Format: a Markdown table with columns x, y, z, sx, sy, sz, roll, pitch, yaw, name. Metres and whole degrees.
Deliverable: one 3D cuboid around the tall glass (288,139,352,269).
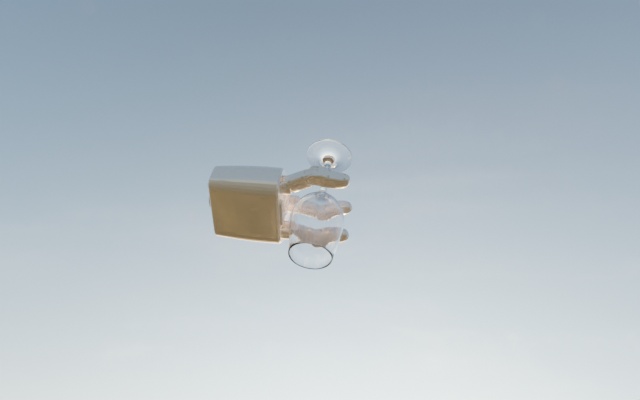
| x | y | z | sx | sy | sz | roll | pitch | yaw | name |
| --- | --- | --- | --- | --- | --- | --- | --- | --- | --- |
| 0.000 | 0.002 | 0.708 | 0.079 | 0.200 | 0.079 | 6 | -42 | 5 | tall glass |
